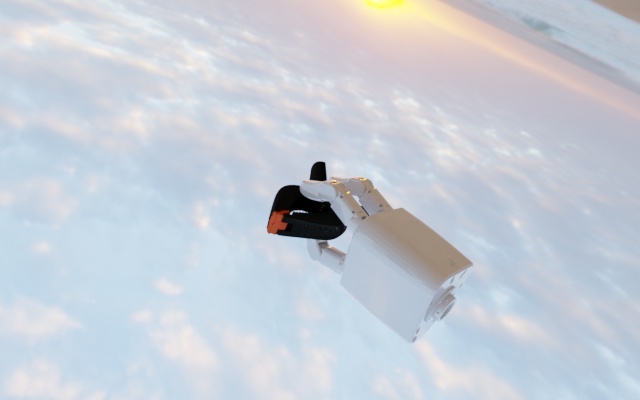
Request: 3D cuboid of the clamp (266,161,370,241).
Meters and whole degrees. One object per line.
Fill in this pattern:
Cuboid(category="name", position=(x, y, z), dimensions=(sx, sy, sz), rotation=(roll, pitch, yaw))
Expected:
Cuboid(category="clamp", position=(0.000, 0.003, 0.602), dimensions=(0.164, 0.036, 0.210), rotation=(38, 28, 29))
